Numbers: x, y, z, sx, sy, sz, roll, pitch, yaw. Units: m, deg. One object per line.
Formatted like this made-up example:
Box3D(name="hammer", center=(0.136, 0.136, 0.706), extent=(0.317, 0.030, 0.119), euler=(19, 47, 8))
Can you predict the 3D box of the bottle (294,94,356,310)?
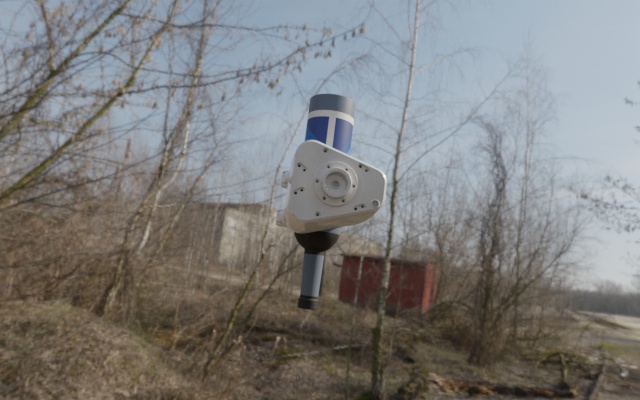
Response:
Box3D(name="bottle", center=(0.000, 0.002, 0.669), extent=(0.069, 0.295, 0.069), euler=(7, -9, 1))
